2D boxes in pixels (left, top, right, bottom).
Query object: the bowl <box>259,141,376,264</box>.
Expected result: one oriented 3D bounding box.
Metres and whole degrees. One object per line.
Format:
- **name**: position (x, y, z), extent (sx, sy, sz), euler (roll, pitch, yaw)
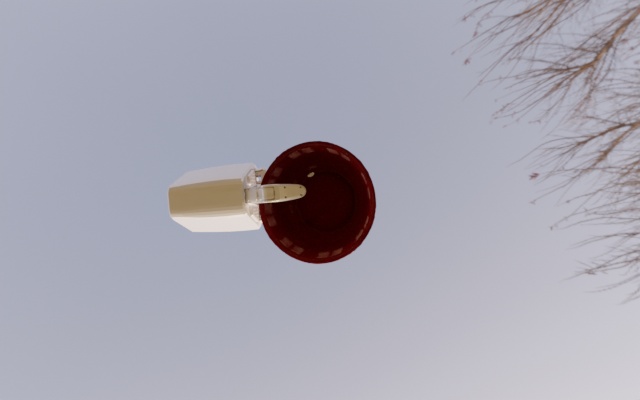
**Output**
- **bowl**: position (0.001, 0.002, 0.649), extent (0.162, 0.162, 0.055), euler (0, 2, 17)
